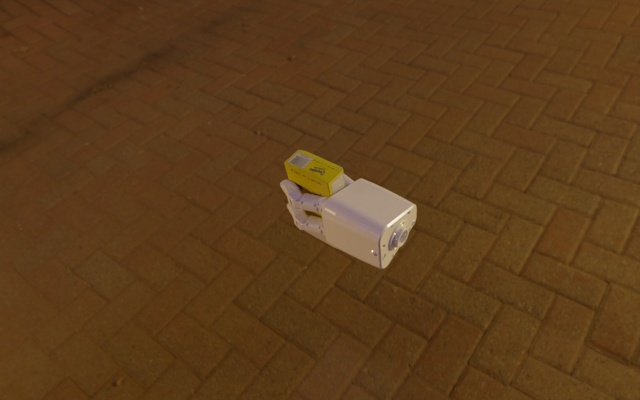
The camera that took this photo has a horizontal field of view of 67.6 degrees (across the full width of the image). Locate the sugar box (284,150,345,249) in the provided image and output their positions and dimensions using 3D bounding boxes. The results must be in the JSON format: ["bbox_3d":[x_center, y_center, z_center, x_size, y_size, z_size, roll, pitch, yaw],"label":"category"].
[{"bbox_3d":[0.000,0.003,0.806,0.093,0.176,0.048,27,56,30],"label":"sugar box"}]
